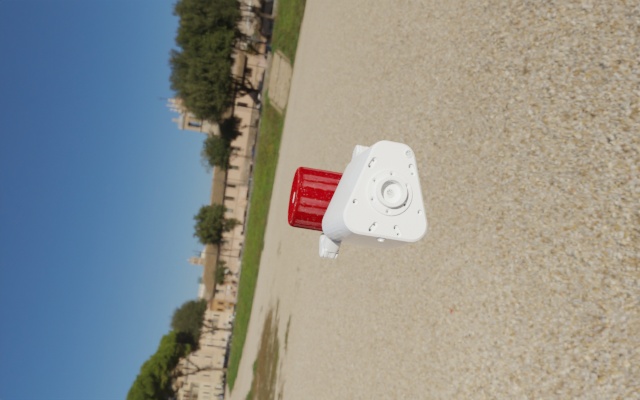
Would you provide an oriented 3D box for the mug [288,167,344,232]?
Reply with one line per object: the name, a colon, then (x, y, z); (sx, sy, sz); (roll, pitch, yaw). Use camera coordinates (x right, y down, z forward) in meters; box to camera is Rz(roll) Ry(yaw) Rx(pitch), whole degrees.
mug: (0.000, 0.002, 0.654); (0.081, 0.093, 0.117); (9, -11, -9)
